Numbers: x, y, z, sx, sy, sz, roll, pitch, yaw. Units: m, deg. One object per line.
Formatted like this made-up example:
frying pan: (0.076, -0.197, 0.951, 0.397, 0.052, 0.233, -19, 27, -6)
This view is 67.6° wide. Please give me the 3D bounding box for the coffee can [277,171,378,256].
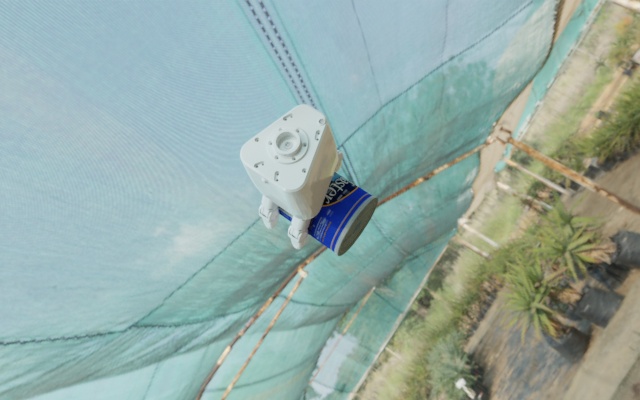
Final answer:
coffee can: (0.000, 0.002, 0.718, 0.140, 0.103, 0.103, 34, 10, 16)
